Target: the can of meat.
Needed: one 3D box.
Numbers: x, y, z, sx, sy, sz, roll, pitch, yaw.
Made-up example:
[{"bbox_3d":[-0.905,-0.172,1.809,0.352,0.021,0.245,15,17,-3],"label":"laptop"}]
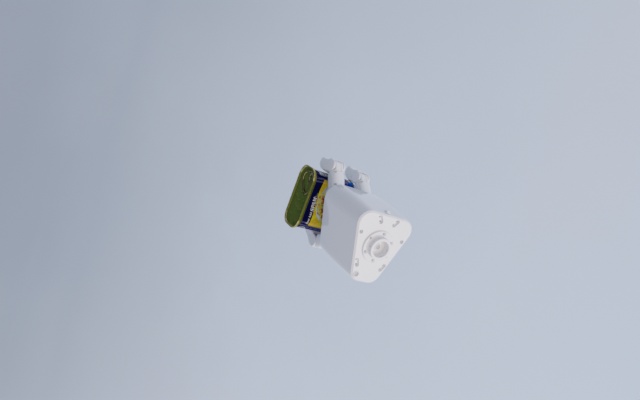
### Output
[{"bbox_3d":[0.000,0.003,0.785,0.084,0.102,0.057,16,9,-28],"label":"can of meat"}]
